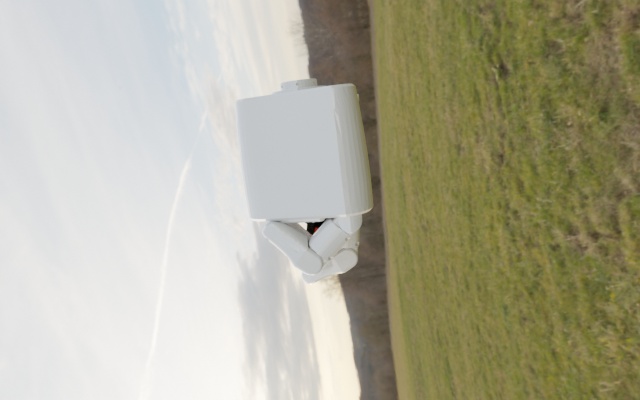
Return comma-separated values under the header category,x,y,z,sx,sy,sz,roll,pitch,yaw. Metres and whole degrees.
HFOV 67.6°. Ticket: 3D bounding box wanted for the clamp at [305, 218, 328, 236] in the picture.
category,x,y,z,sx,sy,sz,roll,pitch,yaw
clamp,-0.001,0.002,0.530,0.039,0.120,0.171,-5,10,-1
